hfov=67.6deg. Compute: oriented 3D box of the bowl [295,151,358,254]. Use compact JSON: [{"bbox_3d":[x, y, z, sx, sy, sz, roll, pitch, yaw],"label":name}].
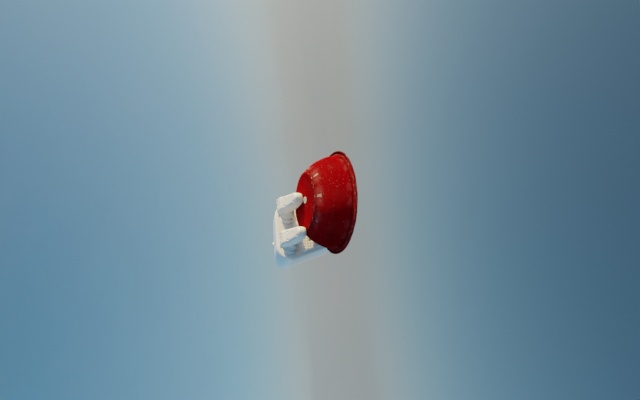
[{"bbox_3d":[0.000,0.002,0.739,0.055,0.162,0.162,2,-1,-21],"label":"bowl"}]
